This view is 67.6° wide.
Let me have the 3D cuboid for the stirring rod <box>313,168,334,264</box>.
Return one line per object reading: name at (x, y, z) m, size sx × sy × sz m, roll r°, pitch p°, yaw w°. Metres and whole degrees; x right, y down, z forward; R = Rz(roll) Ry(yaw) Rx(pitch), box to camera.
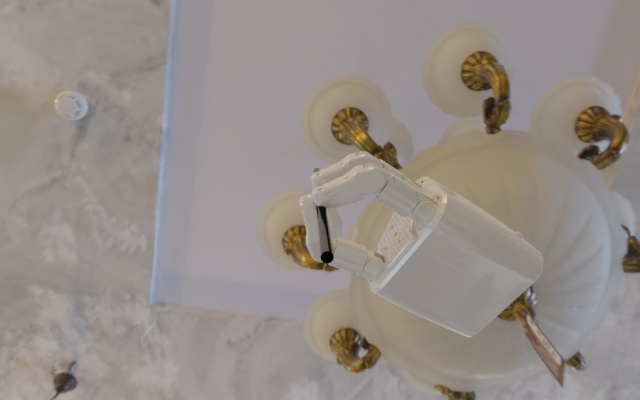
stirring rod at (0.000, 0.001, 0.403) m, size 0.011 × 0.011 × 0.239 m, roll 0°, pitch 16°, yaw -2°
